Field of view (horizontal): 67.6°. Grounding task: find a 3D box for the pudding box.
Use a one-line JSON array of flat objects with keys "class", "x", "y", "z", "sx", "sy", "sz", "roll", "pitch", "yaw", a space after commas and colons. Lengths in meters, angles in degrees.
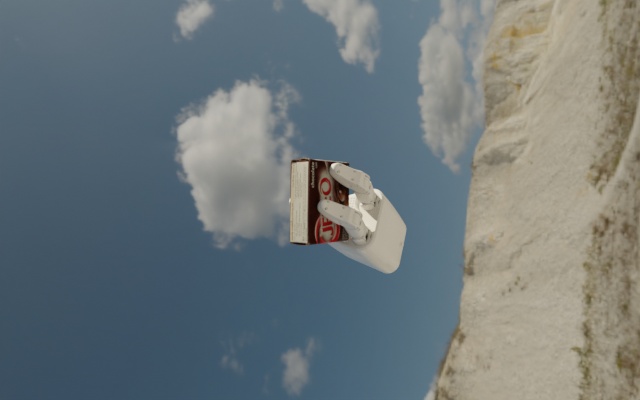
[{"class": "pudding box", "x": 0.000, "y": 0.002, "z": 0.646, "sx": 0.039, "sy": 0.113, "sz": 0.090, "roll": -2, "pitch": 0, "yaw": 37}]
